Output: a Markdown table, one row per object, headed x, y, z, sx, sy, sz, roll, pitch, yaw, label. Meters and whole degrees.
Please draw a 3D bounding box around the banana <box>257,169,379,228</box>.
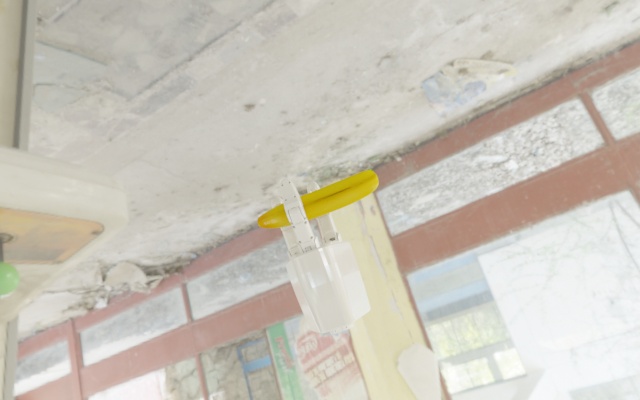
| x | y | z | sx | sy | sz | roll | pitch | yaw | label |
| --- | --- | --- | --- | --- | --- | --- | --- | --- | --- |
| 0.009 | -0.001 | 0.668 | 0.198 | 0.037 | 0.069 | -22 | 1 | -21 | banana |
